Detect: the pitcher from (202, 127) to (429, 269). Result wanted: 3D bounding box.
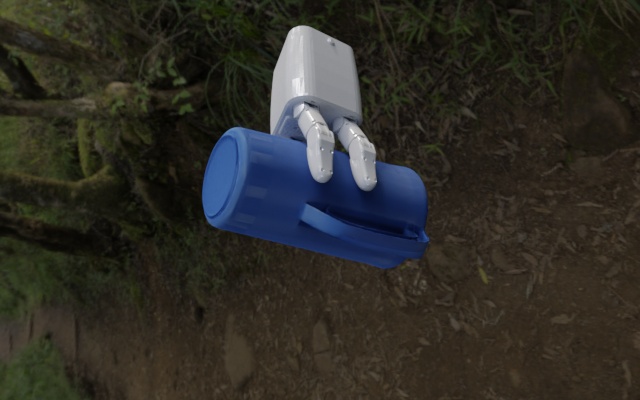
[{"bbox_3d":[0.000,0.002,0.546,0.243,0.145,0.149,13,-27,-32],"label":"pitcher"}]
